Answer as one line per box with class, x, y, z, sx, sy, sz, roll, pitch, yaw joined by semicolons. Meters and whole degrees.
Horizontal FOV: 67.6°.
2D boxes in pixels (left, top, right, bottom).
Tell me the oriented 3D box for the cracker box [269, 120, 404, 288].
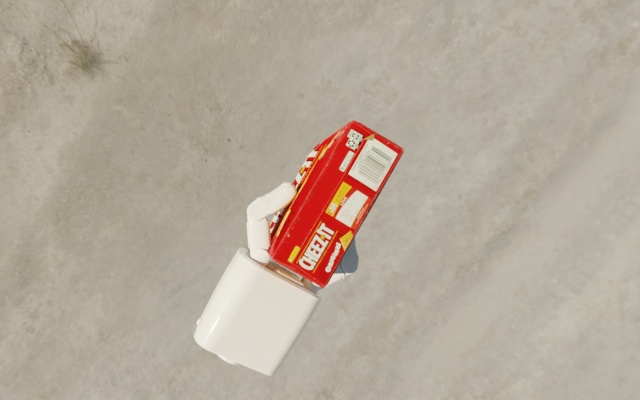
cracker box;0.000;0.002;0.573;0.072;0.164;0.213;31;-5;-9
